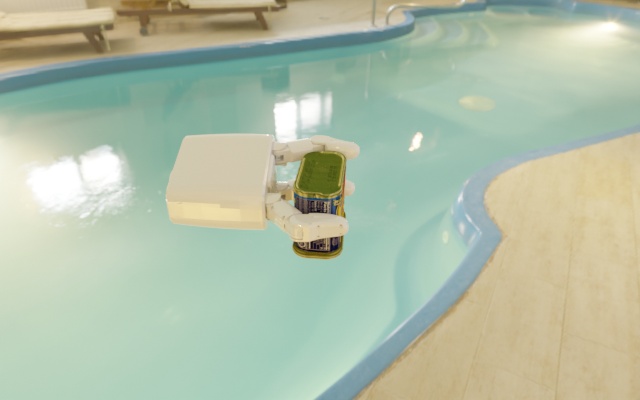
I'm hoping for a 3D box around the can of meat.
[{"bbox_3d":[0.000,0.002,0.541,0.057,0.084,0.102,4,33,5],"label":"can of meat"}]
